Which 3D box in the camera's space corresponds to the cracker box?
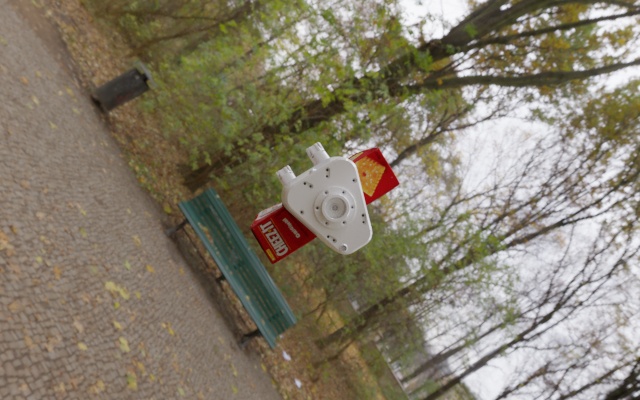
[{"bbox_3d":[0.000,0.002,0.741,0.213,0.072,0.164,-31,4,-3],"label":"cracker box"}]
